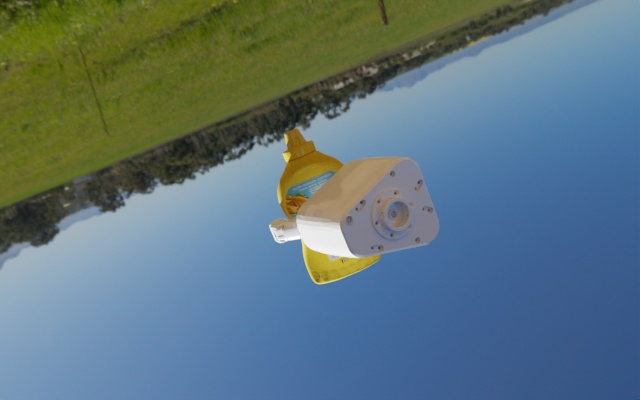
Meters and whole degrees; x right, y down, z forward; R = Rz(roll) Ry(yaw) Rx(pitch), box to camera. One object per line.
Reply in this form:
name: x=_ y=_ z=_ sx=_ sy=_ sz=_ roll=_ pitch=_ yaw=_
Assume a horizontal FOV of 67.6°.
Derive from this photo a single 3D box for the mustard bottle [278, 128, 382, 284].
mustard bottle: x=0.000 y=0.002 z=0.599 sx=0.096 sy=0.191 sz=0.058 roll=-22 pitch=10 yaw=2
